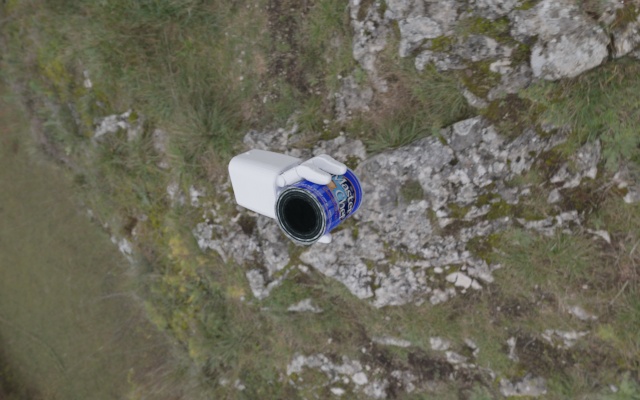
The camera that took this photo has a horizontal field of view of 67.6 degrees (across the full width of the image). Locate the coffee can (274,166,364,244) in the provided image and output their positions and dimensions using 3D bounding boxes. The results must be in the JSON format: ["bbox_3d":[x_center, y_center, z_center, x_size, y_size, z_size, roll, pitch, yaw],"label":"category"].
[{"bbox_3d":[0.000,0.003,0.843,0.103,0.103,0.140,0,19,32],"label":"coffee can"}]
